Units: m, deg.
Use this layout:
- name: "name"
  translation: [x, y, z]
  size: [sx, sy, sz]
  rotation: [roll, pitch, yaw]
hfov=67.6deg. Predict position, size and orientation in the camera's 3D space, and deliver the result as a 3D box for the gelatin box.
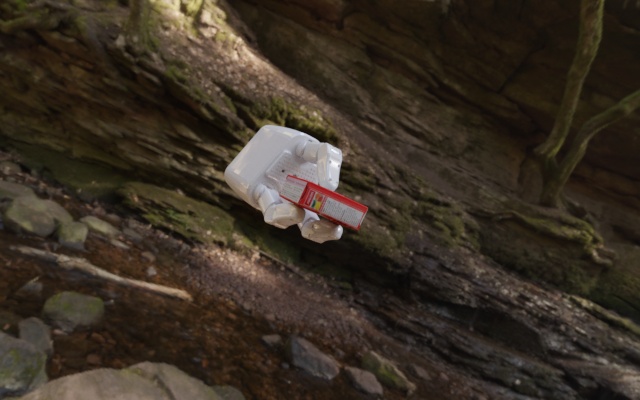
- name: "gelatin box"
  translation: [0.000, 0.001, 0.527]
  size: [0.073, 0.030, 0.089]
  rotation: [24, -2, -20]
